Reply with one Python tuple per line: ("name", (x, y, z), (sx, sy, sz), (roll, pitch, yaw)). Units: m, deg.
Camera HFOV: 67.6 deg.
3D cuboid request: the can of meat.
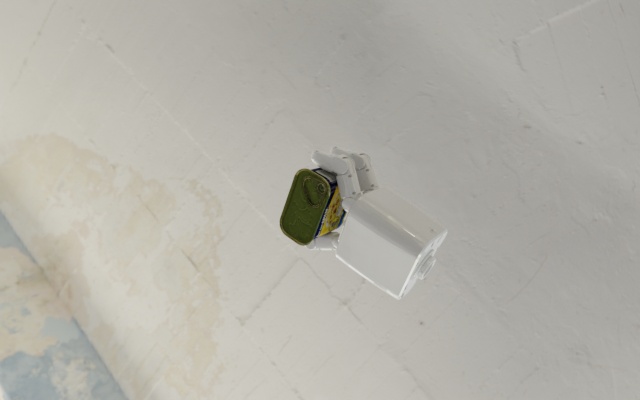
("can of meat", (0.000, 0.002, 0.655), (0.057, 0.102, 0.084), (32, 26, 24))
